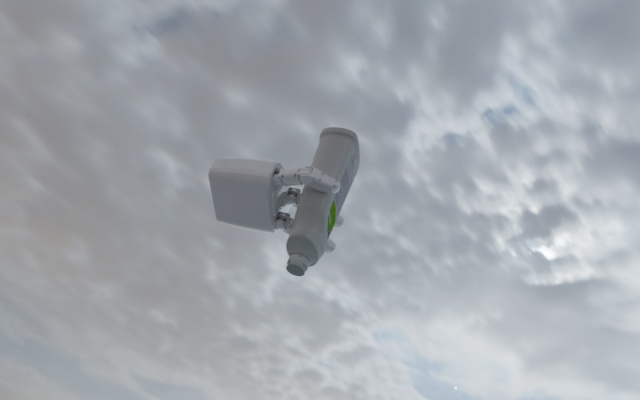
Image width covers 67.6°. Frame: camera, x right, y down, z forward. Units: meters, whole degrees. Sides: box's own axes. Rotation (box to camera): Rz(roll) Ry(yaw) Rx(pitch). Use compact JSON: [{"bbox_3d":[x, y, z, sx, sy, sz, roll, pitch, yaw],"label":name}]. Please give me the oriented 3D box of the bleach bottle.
[{"bbox_3d":[0.000,0.002,0.743,0.068,0.250,0.103,8,-41,17],"label":"bleach bottle"}]
